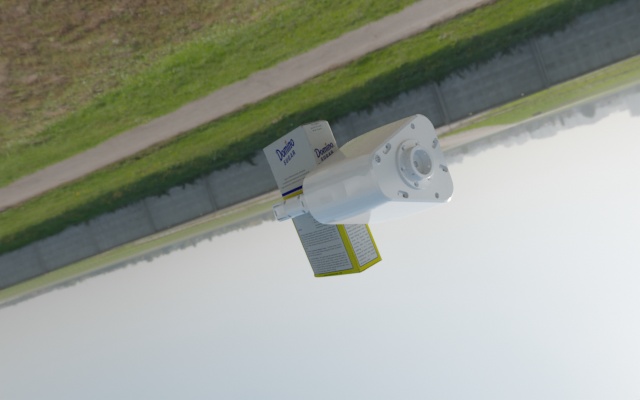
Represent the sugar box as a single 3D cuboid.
[{"bbox_3d":[0.001,0.002,0.569,0.048,0.176,0.093,-20,1,-38],"label":"sugar box"}]
